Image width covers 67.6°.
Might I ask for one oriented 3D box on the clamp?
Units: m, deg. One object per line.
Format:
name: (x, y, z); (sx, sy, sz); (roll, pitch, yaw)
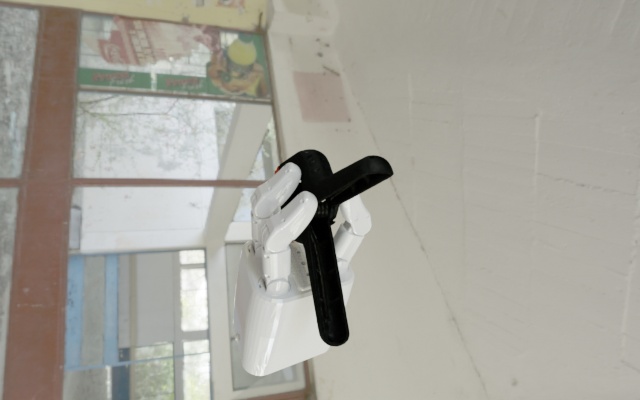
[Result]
clamp: (0.001, 0.001, 0.441); (0.036, 0.165, 0.209); (4, 29, -23)
